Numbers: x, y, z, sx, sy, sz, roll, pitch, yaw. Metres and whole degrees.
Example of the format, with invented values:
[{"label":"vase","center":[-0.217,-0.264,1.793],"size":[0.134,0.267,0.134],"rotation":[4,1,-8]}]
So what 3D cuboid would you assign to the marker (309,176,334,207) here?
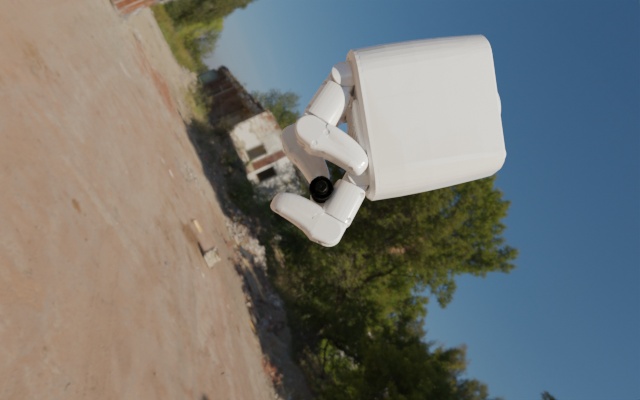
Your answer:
[{"label":"marker","center":[0.000,0.001,0.412],"size":[0.020,0.020,0.121],"rotation":[0,-12,-1]}]
